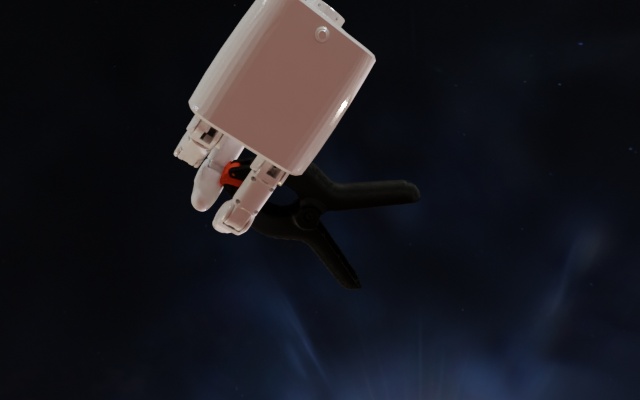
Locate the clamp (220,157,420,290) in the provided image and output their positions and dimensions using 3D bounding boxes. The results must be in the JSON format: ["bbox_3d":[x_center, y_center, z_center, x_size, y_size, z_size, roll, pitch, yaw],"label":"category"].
[{"bbox_3d":[0.000,0.001,0.422,0.171,0.120,0.039,31,14,-20],"label":"clamp"}]
